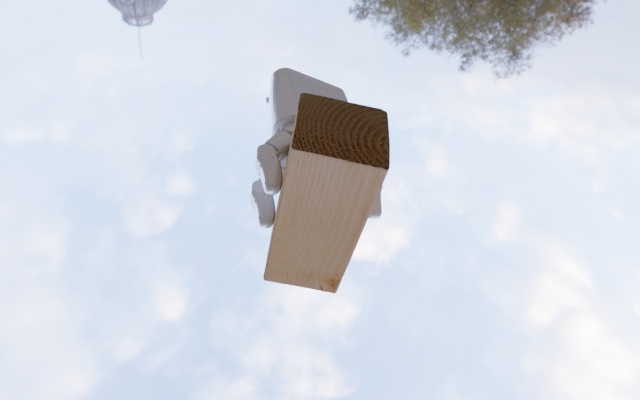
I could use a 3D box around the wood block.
[{"bbox_3d":[0.000,0.002,0.515,0.091,0.090,0.206,11,-44,-6],"label":"wood block"}]
